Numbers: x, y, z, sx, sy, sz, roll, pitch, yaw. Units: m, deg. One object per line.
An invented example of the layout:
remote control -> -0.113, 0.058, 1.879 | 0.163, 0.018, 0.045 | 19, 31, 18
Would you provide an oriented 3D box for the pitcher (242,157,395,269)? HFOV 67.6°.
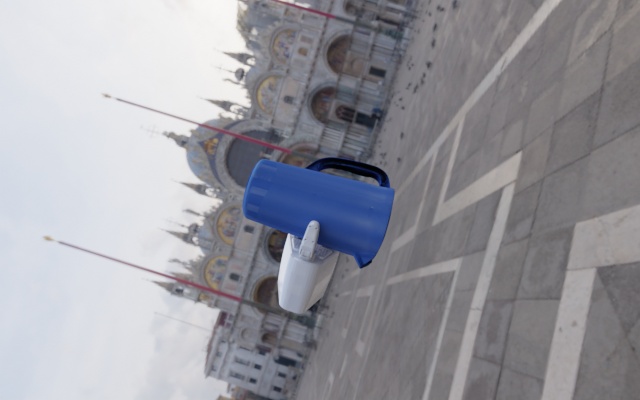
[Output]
pitcher -> 0.000, 0.003, 0.821 | 0.243, 0.145, 0.149 | 17, 21, 3
